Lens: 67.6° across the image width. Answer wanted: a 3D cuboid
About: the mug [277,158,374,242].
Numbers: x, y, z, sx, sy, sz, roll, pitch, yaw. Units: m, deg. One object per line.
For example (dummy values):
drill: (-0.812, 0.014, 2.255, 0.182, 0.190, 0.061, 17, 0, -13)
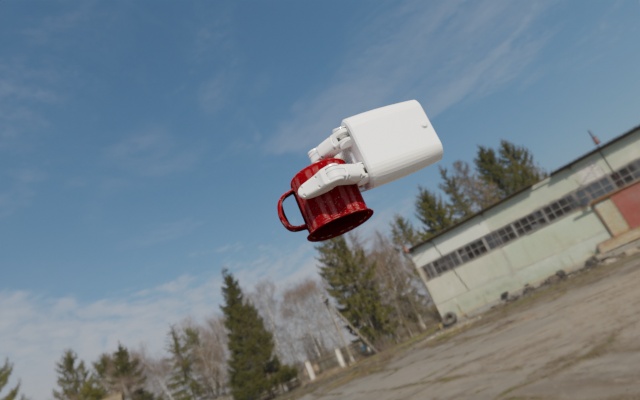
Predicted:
mug: (-0.001, 0.002, 0.622, 0.117, 0.081, 0.093, -19, -18, -13)
